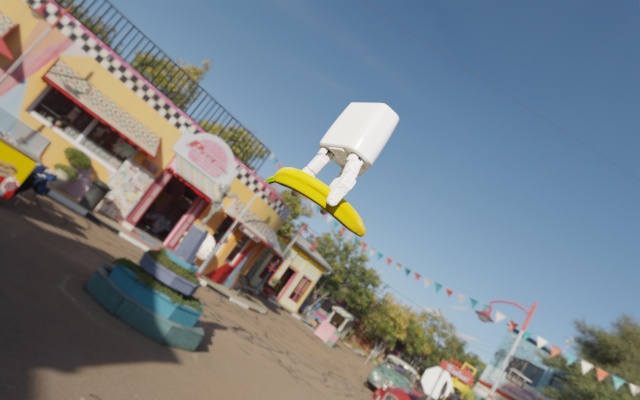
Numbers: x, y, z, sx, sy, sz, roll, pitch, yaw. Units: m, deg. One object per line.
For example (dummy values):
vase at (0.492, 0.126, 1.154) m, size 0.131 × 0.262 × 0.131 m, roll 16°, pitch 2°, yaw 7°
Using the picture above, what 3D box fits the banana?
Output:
banana at (-0.001, -0.005, 0.814) m, size 0.198 × 0.037 × 0.070 m, roll 32°, pitch -19°, yaw 5°
